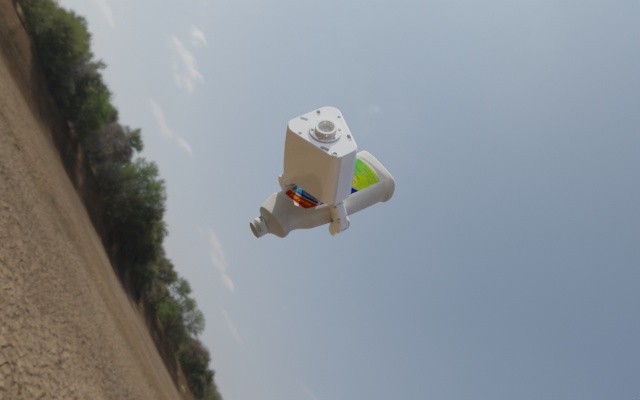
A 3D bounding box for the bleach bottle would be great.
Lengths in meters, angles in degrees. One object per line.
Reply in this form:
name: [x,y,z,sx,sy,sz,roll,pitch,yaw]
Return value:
bleach bottle: [0.000,0.003,0.815,0.251,0.102,0.068,-26,-30,-24]
